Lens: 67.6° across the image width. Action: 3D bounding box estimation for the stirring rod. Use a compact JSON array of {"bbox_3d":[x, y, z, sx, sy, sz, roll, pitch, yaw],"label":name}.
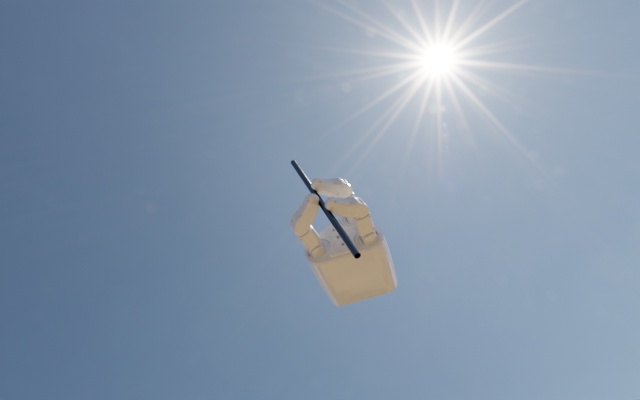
[{"bbox_3d":[0.000,0.002,0.631,0.011,0.011,0.239,0,30,-24],"label":"stirring rod"}]
